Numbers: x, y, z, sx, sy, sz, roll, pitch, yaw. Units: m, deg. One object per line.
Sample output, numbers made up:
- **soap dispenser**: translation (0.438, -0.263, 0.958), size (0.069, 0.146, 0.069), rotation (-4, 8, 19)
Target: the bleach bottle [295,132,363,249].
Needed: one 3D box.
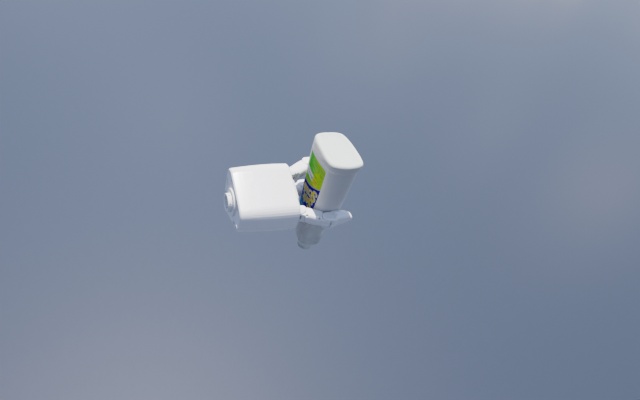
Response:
- **bleach bottle**: translation (0.000, 0.003, 0.879), size (0.068, 0.251, 0.102), rotation (-5, 45, -25)
